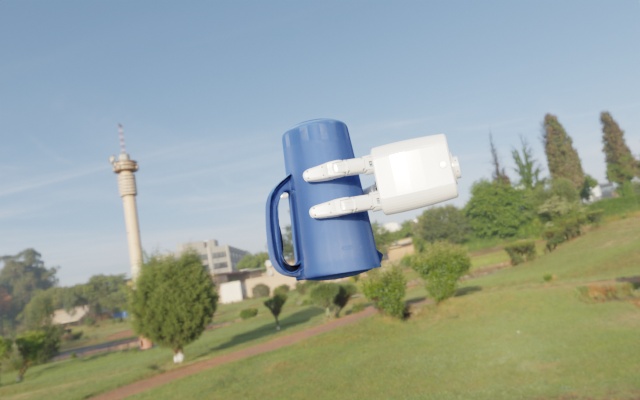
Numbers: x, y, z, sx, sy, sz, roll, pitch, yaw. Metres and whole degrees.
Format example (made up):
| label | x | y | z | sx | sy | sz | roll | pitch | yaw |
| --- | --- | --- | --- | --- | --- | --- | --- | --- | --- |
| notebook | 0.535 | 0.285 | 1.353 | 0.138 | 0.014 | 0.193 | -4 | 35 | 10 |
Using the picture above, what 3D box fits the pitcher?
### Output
| label | x | y | z | sx | sy | sz | roll | pitch | yaw |
| --- | --- | --- | --- | --- | --- | --- | --- | --- | --- |
| pitcher | 0.000 | 0.002 | 0.744 | 0.145 | 0.242 | 0.149 | -13 | -10 | 18 |
